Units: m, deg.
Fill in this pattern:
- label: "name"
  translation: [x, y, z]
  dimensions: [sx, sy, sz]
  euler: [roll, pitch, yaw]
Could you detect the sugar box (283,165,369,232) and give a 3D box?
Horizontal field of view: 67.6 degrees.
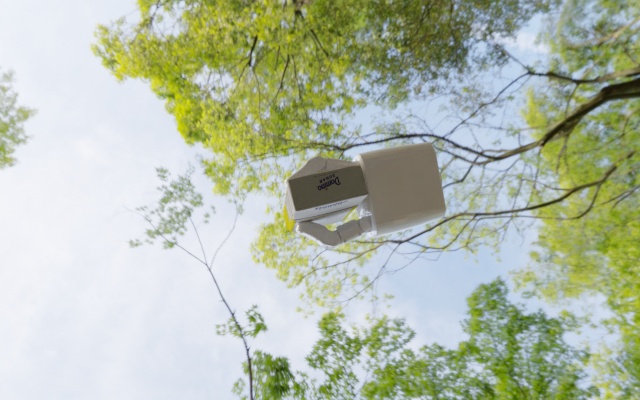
- label: "sugar box"
  translation: [0.000, 0.002, 0.642]
  dimensions: [0.093, 0.048, 0.176]
  euler: [-13, -13, -9]
